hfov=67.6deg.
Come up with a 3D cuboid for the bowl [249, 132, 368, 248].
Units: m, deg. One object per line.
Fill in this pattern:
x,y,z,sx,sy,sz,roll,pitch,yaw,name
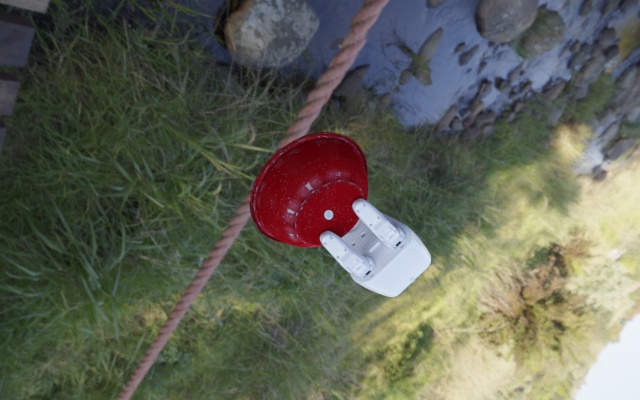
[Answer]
-0.001,0.002,0.572,0.162,0.162,0.055,0,33,-32,bowl
